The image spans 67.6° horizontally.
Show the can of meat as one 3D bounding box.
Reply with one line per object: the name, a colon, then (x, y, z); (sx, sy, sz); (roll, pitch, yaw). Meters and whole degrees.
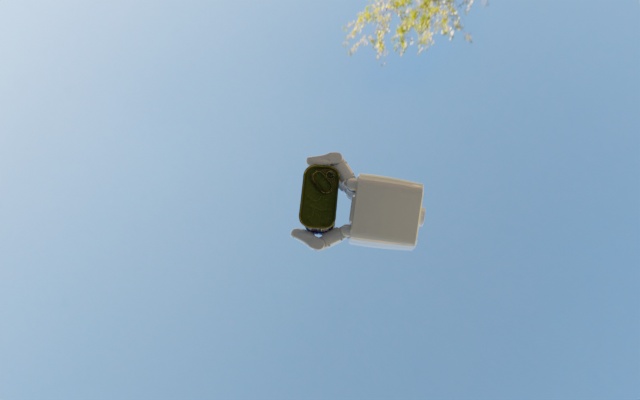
can of meat: (0.000, 0.003, 0.776); (0.057, 0.102, 0.084); (5, -12, 4)
